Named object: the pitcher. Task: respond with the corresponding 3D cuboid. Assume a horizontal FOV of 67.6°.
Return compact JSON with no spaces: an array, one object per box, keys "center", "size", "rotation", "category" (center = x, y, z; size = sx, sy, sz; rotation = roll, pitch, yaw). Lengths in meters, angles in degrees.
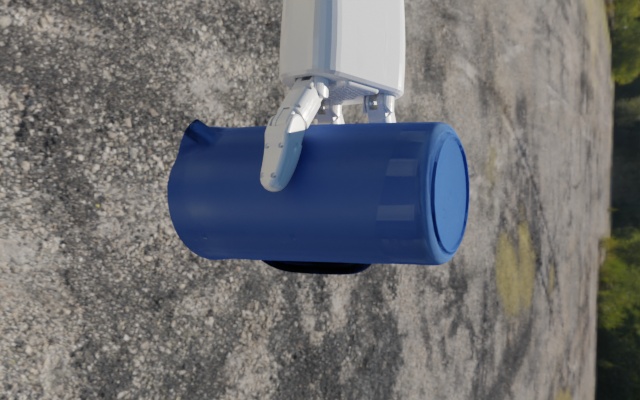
[{"center":[0.000,0.001,0.424],"size":[0.243,0.145,0.149],"rotation":[1,-3,32],"category":"pitcher"}]
